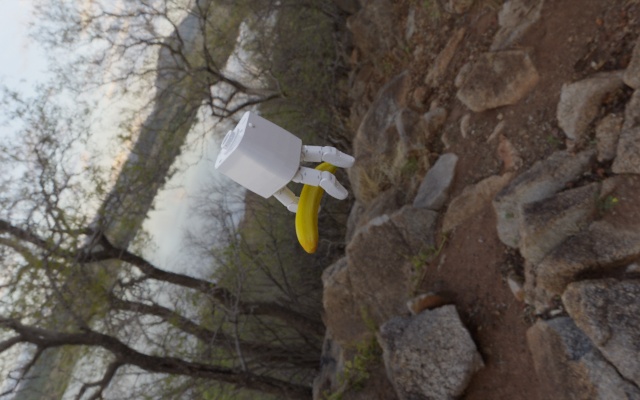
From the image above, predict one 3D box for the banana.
[{"bbox_3d":[-0.011,0.004,0.824,0.037,0.197,0.069,34,-32,-28],"label":"banana"}]
